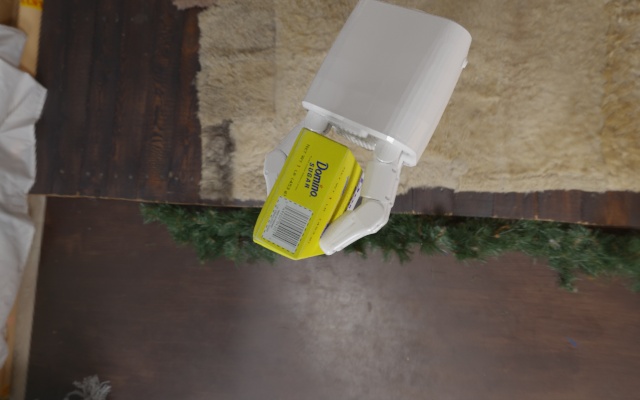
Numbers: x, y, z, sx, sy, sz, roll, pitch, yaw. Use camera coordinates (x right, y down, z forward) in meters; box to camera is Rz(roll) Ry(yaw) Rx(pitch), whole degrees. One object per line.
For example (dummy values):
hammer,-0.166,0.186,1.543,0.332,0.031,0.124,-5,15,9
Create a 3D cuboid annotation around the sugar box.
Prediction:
sugar box,0.001,0.002,0.430,0.048,0.093,0.176,26,1,13
